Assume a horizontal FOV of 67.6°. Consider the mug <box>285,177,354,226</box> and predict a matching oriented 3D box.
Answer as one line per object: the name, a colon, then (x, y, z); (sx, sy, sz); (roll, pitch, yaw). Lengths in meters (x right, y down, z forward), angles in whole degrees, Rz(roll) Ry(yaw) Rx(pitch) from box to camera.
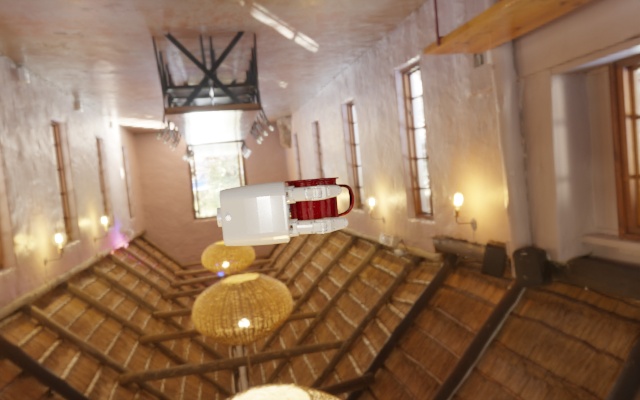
mug: (0.002, 0.003, 0.823); (0.117, 0.081, 0.093); (-5, 3, -6)
